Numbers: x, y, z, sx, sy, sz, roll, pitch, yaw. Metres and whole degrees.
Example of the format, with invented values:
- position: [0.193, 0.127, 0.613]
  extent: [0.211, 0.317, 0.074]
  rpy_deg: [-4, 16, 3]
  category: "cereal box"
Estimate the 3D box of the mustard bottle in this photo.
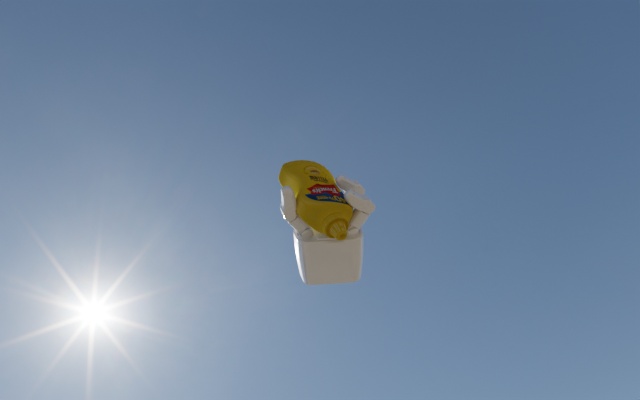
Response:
- position: [0.000, 0.002, 0.788]
  extent: [0.096, 0.058, 0.191]
  rpy_deg: [8, 30, -28]
  category: "mustard bottle"
